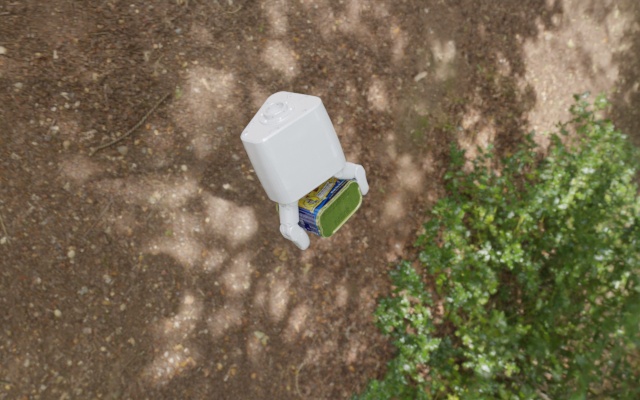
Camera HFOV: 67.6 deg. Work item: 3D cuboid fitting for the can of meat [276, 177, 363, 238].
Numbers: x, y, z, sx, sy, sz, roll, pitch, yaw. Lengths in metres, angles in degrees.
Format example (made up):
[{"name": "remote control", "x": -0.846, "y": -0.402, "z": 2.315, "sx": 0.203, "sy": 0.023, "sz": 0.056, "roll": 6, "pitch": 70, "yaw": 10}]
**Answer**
[{"name": "can of meat", "x": 0.000, "y": 0.003, "z": 0.709, "sx": 0.084, "sy": 0.057, "sz": 0.102, "roll": 19, "pitch": 52, "yaw": 39}]
